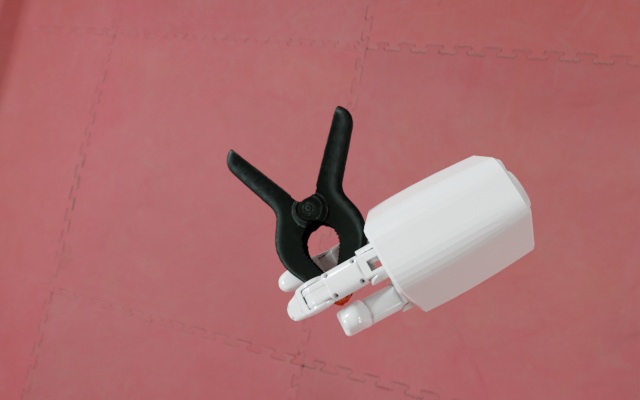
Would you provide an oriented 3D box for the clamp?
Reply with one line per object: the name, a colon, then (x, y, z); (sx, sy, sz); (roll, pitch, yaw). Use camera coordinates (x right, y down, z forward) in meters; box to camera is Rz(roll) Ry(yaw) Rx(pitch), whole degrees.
clamp: (0.000, 0.001, 0.412); (0.120, 0.171, 0.039); (-31, -16, 10)
